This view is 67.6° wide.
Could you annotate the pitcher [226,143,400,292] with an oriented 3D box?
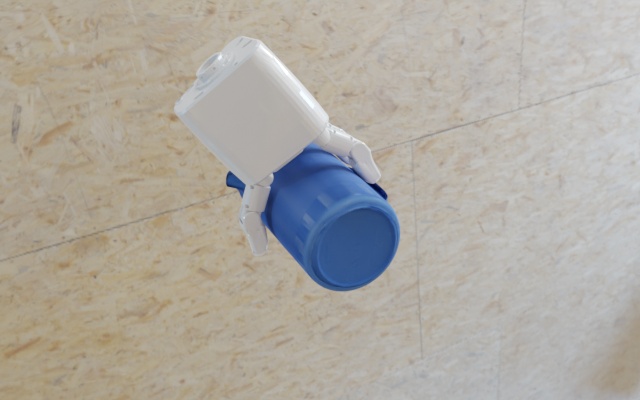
[{"bbox_3d":[0.000,0.002,0.573,0.145,0.149,0.242,48,-2,-32],"label":"pitcher"}]
